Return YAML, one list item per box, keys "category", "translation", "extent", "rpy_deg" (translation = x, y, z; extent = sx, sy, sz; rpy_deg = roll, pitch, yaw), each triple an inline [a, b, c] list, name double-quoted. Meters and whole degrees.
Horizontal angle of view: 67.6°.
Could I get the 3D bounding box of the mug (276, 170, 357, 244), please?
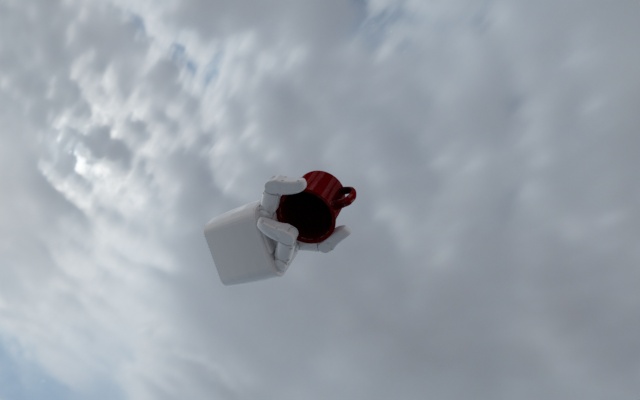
- category: "mug"
  translation: [0.001, 0.002, 0.723]
  extent: [0.117, 0.093, 0.081]
  rpy_deg: [-17, 21, 27]
